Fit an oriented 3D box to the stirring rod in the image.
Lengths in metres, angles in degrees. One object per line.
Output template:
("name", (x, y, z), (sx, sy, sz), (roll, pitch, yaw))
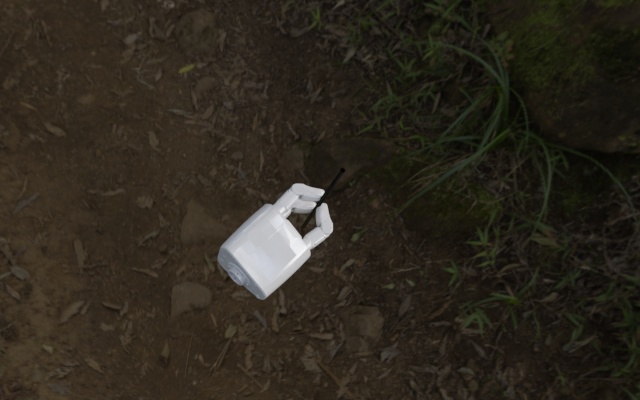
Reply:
("stirring rod", (0.000, 0.003, 0.814), (0.011, 0.011, 0.240), (0, -23, -17))
